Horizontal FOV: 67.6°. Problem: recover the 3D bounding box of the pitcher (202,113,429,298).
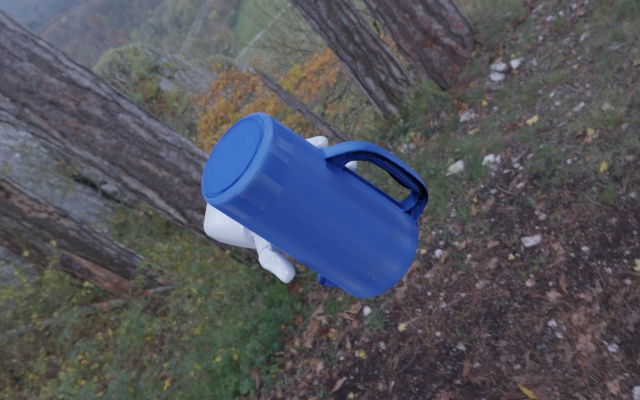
[{"bbox_3d":[0.000,0.002,0.539,0.243,0.149,0.145,34,-21,-36],"label":"pitcher"}]
